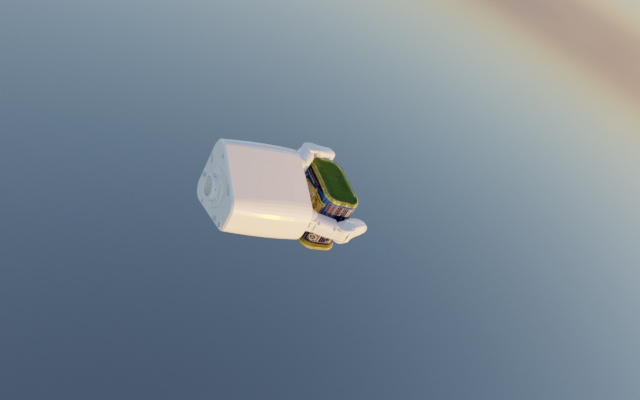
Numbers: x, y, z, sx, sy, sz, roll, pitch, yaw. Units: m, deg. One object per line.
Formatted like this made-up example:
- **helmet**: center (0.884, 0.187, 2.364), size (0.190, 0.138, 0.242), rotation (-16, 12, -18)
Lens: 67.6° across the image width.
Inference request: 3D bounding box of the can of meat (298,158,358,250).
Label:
- **can of meat**: center (0.000, 0.002, 0.658), size (0.057, 0.084, 0.102), rotation (10, 38, -32)
